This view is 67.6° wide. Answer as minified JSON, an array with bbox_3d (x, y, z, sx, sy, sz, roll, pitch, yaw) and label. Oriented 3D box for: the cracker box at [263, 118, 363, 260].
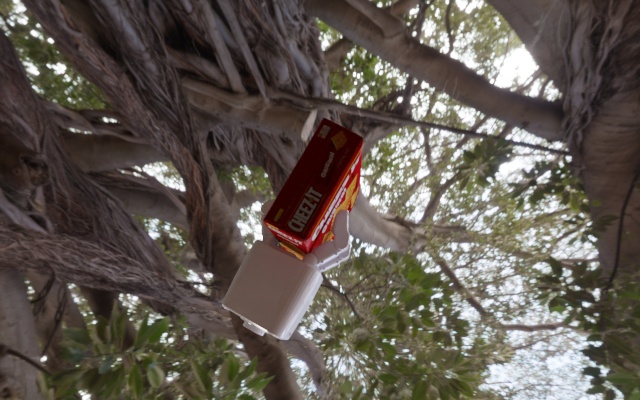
[{"bbox_3d":[0.000,0.002,0.713,0.072,0.164,0.214,27,-14,10],"label":"cracker box"}]
